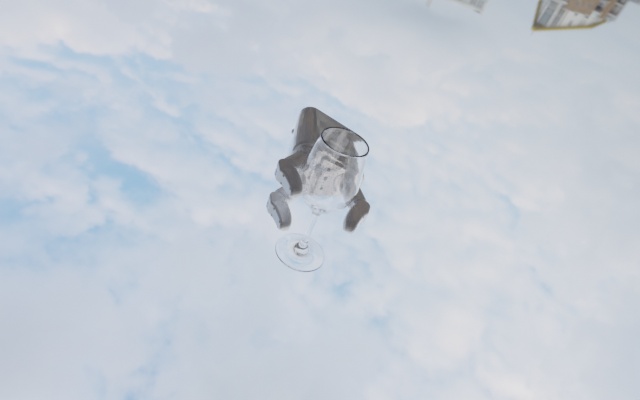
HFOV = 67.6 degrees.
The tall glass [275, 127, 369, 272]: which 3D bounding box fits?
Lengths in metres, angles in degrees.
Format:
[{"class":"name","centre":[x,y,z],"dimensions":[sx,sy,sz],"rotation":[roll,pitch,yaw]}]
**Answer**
[{"class":"tall glass","centre":[0.000,0.003,0.633],"dimensions":[0.079,0.201,0.079],"rotation":[14,39,-11]}]
